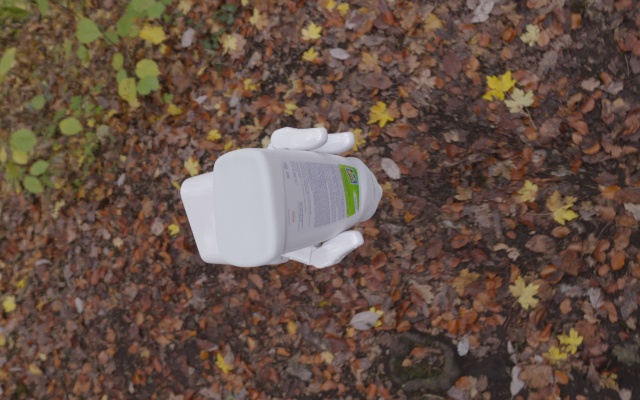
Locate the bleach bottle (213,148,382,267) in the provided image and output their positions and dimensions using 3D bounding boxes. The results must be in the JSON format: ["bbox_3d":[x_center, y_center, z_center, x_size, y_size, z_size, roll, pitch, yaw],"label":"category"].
[{"bbox_3d":[0.000,0.002,0.499,0.068,0.102,0.251,-6,-2,32],"label":"bleach bottle"}]
